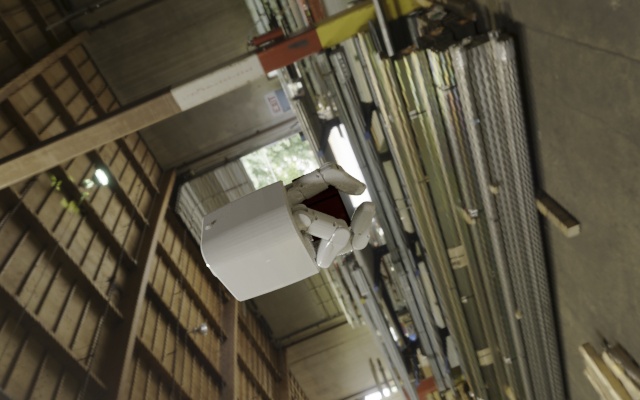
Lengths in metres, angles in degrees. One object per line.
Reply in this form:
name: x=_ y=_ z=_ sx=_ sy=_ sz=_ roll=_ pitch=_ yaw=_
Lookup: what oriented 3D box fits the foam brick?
foam brick: x=0.000 y=0.002 z=0.594 sx=0.051 sy=0.053 sz=0.078 roll=-23 pitch=30 yaw=2
